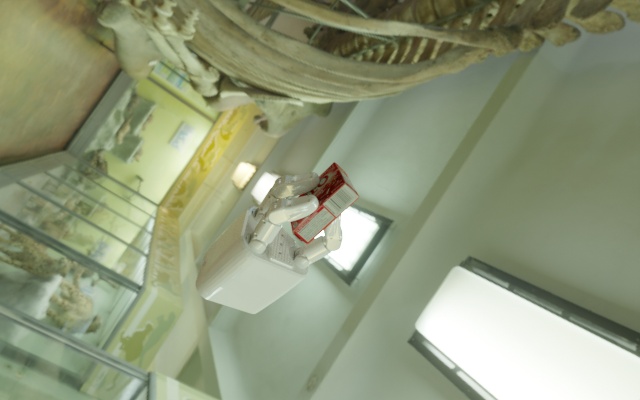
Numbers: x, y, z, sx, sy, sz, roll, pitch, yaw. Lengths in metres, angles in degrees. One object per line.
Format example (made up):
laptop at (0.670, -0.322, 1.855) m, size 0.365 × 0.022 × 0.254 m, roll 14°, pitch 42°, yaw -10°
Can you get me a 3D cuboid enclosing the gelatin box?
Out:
gelatin box at (0.001, 0.002, 0.590) m, size 0.030 × 0.089 × 0.073 m, roll 43°, pitch 11°, yaw -23°
